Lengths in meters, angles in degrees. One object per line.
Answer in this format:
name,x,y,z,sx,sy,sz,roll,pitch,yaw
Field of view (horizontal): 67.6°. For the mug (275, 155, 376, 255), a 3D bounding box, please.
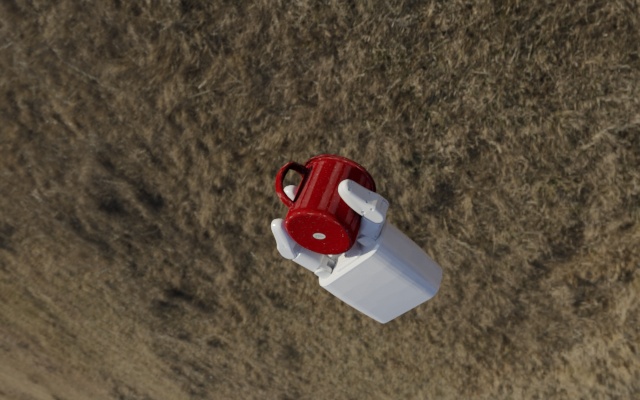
mug,-0.001,0.001,0.543,0.117,0.081,0.093,35,-39,-18
